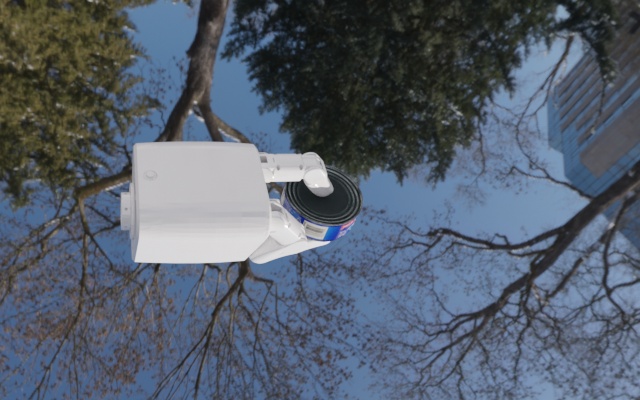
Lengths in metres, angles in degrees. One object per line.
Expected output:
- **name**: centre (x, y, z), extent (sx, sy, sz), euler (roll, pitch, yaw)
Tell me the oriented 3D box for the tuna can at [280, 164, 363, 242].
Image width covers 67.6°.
- **tuna can**: centre (0.000, 0.002, 0.515), extent (0.086, 0.086, 0.034), euler (0, -40, -20)
